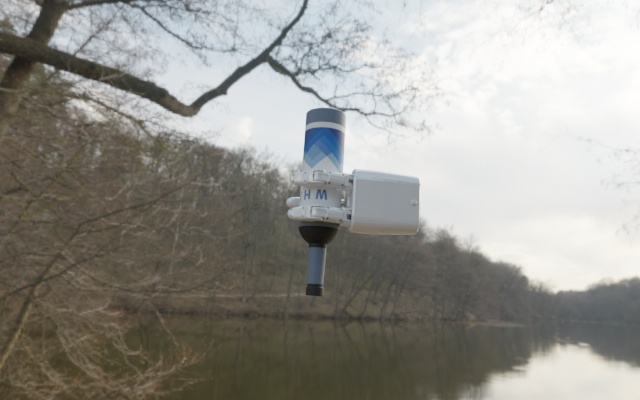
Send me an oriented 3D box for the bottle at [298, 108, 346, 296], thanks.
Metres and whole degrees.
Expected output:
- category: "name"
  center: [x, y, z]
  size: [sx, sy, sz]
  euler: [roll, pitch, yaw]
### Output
- category: "bottle"
  center: [0.000, 0.002, 0.763]
  size: [0.069, 0.295, 0.069]
  euler: [4, -11, 1]
